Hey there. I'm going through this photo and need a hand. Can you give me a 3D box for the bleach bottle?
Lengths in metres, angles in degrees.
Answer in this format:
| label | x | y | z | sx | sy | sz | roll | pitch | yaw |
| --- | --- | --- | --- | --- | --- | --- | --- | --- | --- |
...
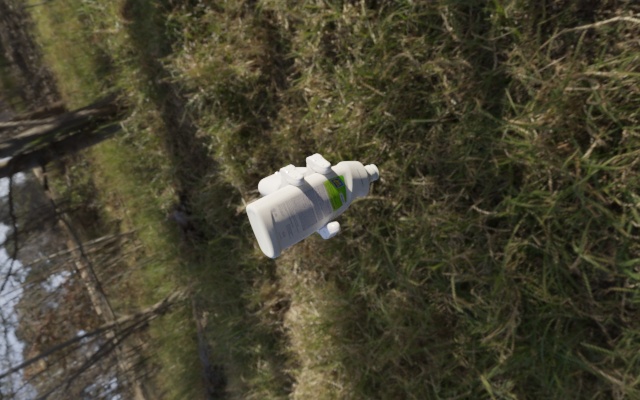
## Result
| label | x | y | z | sx | sy | sz | roll | pitch | yaw |
| --- | --- | --- | --- | --- | --- | --- | --- | --- | --- |
| bleach bottle | 0.000 | 0.003 | 0.851 | 0.251 | 0.102 | 0.068 | -25 | 17 | -23 |
